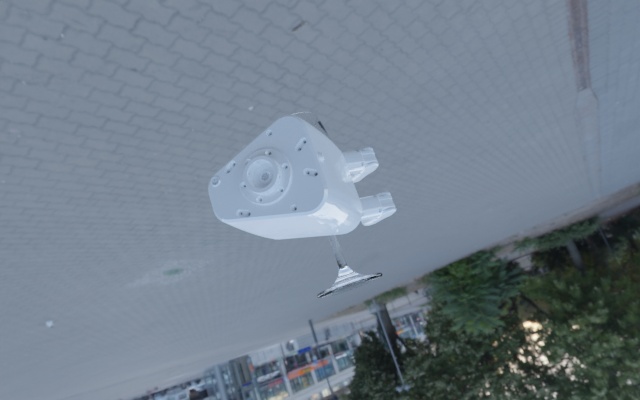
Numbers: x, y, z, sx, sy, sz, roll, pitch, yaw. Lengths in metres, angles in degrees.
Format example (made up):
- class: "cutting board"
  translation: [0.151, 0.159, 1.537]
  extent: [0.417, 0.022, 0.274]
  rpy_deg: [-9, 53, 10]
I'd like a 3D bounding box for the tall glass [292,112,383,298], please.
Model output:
- class: "tall glass"
  translation: [0.000, 0.002, 0.539]
  extent: [0.079, 0.201, 0.079]
  rpy_deg: [-18, -16, -5]
